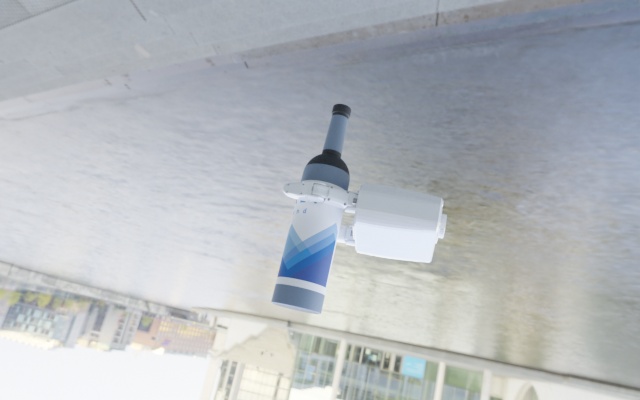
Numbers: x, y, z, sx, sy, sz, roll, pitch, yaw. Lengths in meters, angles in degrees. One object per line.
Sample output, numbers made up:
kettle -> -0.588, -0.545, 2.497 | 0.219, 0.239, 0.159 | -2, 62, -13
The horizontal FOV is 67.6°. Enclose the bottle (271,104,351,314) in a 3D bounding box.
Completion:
bottle -> 0.000, 0.002, 0.657 | 0.069, 0.295, 0.069 | 12, -17, 4
